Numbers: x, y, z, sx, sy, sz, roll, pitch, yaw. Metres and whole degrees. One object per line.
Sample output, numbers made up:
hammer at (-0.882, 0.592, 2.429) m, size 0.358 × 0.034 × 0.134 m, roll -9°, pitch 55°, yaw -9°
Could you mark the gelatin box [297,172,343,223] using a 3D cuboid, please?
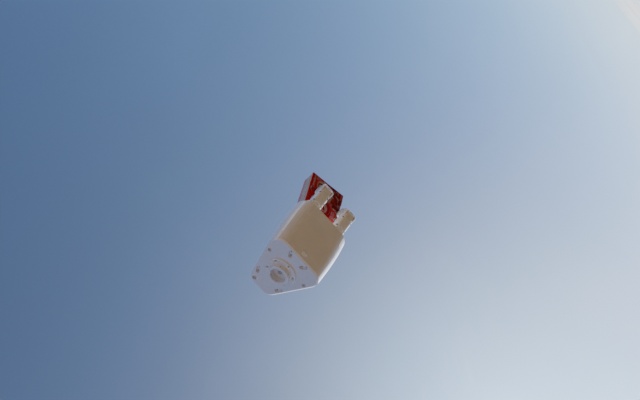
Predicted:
gelatin box at (0.000, 0.003, 0.836) m, size 0.073 × 0.089 × 0.030 m, roll 38°, pitch -56°, yaw -17°
